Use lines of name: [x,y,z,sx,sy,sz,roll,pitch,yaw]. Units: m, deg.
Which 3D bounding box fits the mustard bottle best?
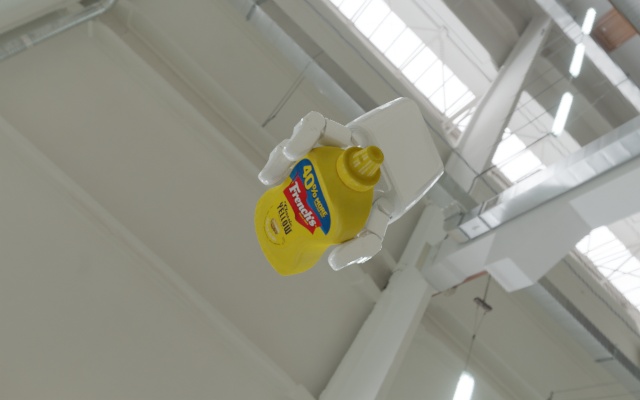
mustard bottle: [0.000,0.002,0.478,0.058,0.096,0.192,-5,-23,-36]
